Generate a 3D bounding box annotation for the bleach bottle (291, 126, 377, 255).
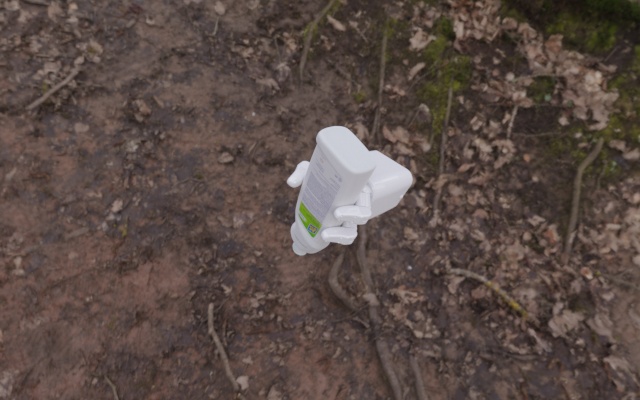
[{"bbox_3d":[0.000,0.003,0.798,0.068,0.102,0.251,-19,-30,-38],"label":"bleach bottle"}]
